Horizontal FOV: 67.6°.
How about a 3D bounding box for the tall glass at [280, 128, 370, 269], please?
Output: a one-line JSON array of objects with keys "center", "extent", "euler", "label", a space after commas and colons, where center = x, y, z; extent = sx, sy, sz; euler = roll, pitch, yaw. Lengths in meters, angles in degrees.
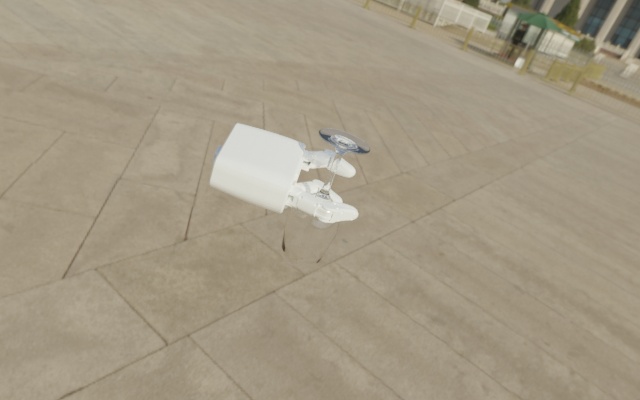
[{"center": [0.000, 0.002, 0.687], "extent": [0.079, 0.201, 0.079], "euler": [17, 26, -8], "label": "tall glass"}]
